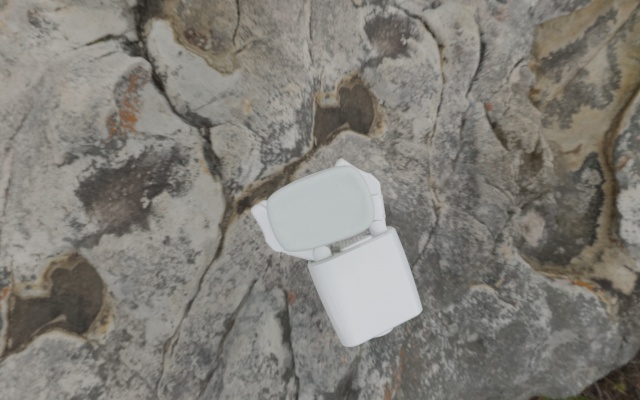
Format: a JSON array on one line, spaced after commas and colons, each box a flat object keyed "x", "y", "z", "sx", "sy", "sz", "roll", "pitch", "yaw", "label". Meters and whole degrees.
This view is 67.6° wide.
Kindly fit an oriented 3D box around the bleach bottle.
[{"x": 0.000, "y": 0.002, "z": 0.563, "sx": 0.102, "sy": 0.068, "sz": 0.251, "roll": -19, "pitch": 3, "yaw": 2, "label": "bleach bottle"}]
